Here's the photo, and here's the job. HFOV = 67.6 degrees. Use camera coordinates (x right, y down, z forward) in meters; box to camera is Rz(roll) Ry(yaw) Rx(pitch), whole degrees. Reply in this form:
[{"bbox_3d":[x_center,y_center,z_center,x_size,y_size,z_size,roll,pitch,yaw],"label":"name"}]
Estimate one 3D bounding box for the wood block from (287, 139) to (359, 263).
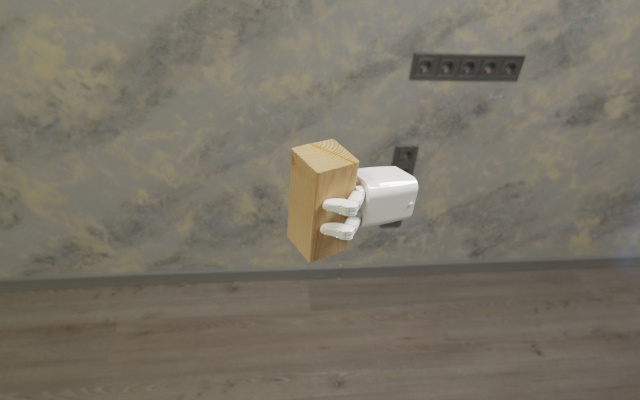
[{"bbox_3d":[0.000,0.003,0.890,0.090,0.206,0.090,-17,42,-27],"label":"wood block"}]
